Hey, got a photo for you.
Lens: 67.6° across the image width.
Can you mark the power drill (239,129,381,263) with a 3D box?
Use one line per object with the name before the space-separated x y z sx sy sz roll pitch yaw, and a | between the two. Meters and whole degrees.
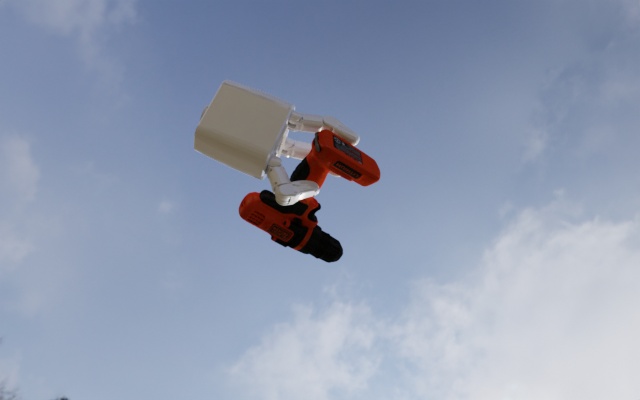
power drill | 0.000 0.002 0.702 0.184 0.188 0.057 30 28 -24
